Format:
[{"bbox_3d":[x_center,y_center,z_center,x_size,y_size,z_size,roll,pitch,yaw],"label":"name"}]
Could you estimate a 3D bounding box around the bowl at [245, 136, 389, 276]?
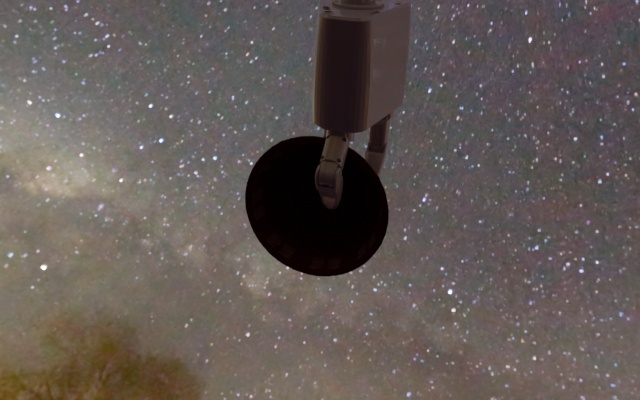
[{"bbox_3d":[0.000,0.003,0.537,0.162,0.162,0.055,0,19,18],"label":"bowl"}]
